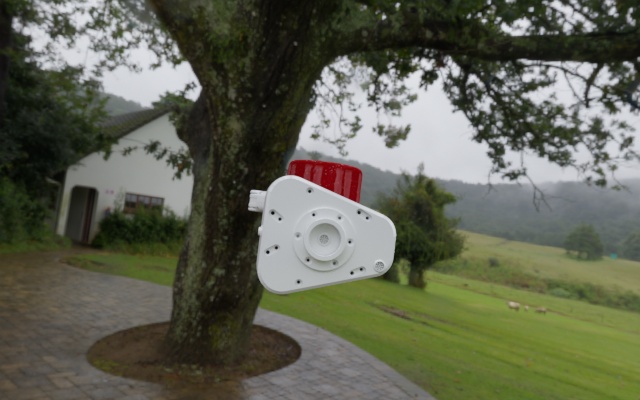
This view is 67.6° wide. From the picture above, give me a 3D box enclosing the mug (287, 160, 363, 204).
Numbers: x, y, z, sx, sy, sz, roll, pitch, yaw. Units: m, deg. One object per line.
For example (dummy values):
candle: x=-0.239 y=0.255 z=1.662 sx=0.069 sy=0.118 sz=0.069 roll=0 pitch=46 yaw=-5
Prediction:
mug: x=0.000 y=0.002 z=0.533 sx=0.093 sy=0.081 sz=0.117 roll=7 pitch=-2 yaw=-5
